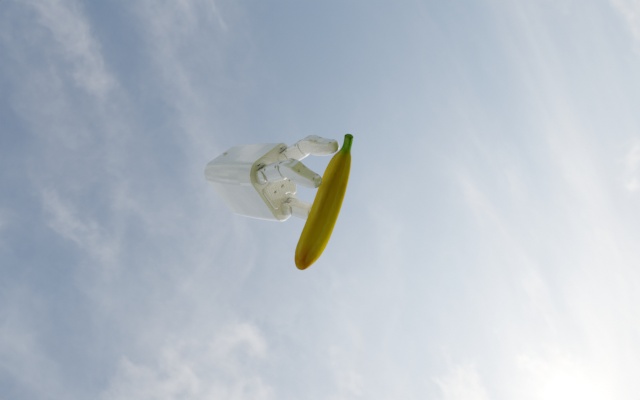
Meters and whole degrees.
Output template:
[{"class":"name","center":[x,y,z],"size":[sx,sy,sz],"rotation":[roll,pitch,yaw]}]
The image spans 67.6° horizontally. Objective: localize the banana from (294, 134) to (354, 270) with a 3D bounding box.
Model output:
[{"class":"banana","center":[0.004,0.008,0.621],"size":[0.037,0.197,0.070],"rotation":[11,-27,16]}]
